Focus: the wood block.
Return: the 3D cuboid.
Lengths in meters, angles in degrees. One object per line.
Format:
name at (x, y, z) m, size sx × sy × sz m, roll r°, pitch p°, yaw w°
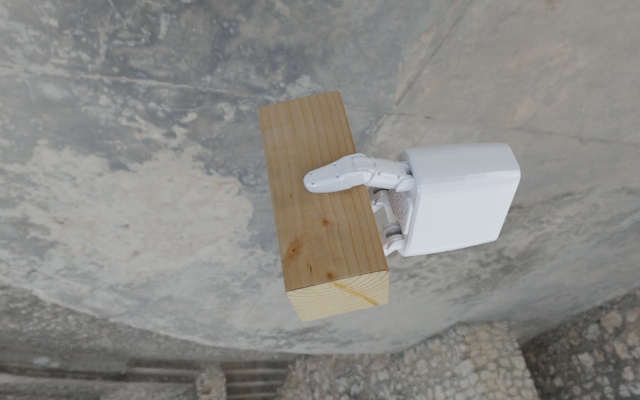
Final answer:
wood block at (0.000, 0.001, 0.482) m, size 0.090 × 0.206 × 0.091 m, roll -12°, pitch -31°, yaw 0°
